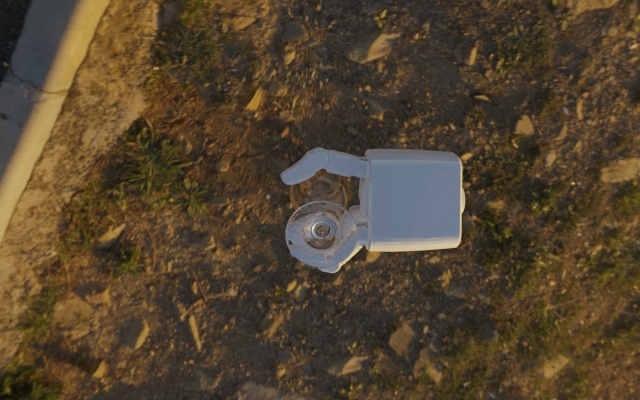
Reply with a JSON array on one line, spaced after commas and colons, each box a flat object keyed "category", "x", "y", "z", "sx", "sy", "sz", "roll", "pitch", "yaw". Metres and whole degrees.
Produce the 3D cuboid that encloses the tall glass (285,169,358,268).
[{"category": "tall glass", "x": 0.000, "y": 0.002, "z": 0.578, "sx": 0.079, "sy": 0.079, "sz": 0.201, "roll": 0, "pitch": 20, "yaw": -1}]
